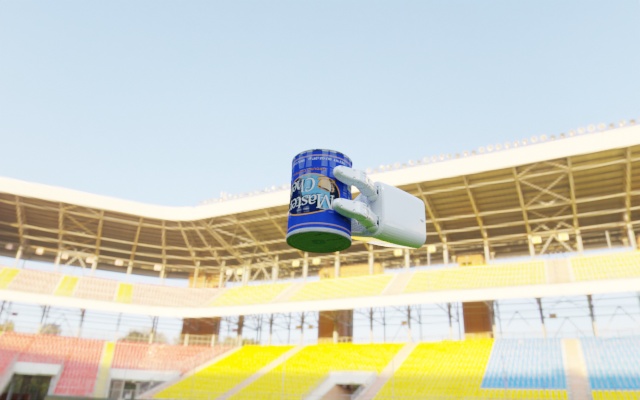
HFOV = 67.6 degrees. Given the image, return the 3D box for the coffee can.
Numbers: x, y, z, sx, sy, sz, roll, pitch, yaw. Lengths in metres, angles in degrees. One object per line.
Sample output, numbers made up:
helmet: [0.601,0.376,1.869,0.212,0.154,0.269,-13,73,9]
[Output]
coffee can: [0.000,0.003,0.768,0.103,0.140,0.103,2,-24,1]
